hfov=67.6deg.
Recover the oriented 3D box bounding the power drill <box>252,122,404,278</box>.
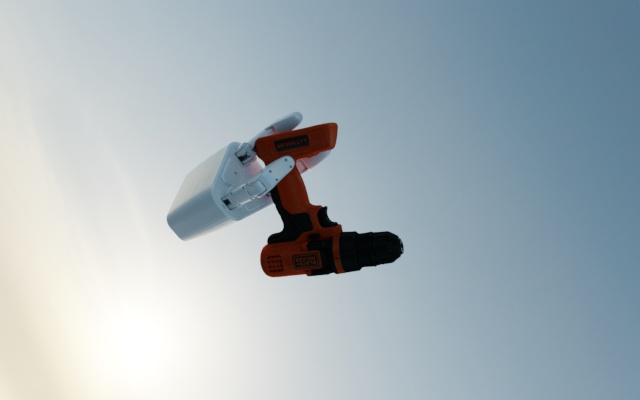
[{"bbox_3d":[0.000,0.002,0.593,0.184,0.187,0.057,-9,6,13],"label":"power drill"}]
